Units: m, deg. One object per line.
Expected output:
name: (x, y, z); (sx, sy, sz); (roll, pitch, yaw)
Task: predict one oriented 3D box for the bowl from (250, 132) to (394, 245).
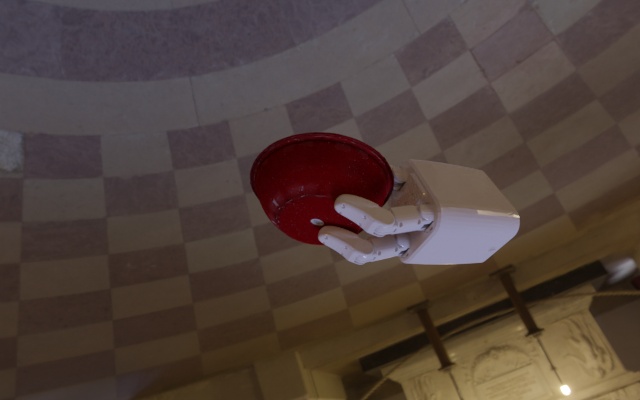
bowl: (-0.001, 0.002, 0.521); (0.162, 0.055, 0.162); (2, -38, 2)
